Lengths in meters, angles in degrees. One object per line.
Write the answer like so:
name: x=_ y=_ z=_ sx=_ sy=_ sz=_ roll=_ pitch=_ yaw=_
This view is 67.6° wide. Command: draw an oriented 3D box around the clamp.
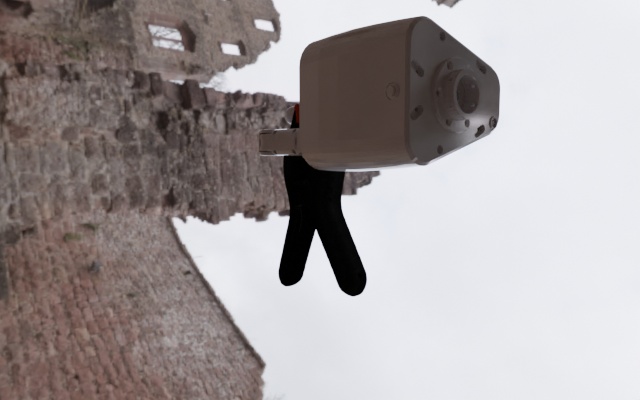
clamp: x=0.000 y=0.001 z=0.414 sx=0.039 sy=0.171 sz=0.120 roll=-4 pitch=7 yaw=-39
